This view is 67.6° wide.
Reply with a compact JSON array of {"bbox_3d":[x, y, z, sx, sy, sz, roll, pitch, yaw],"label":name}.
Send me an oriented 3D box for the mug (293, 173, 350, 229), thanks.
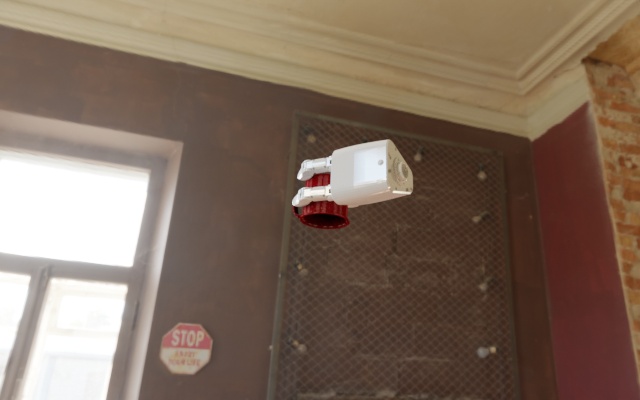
[{"bbox_3d":[-0.001,0.003,0.899,0.117,0.081,0.093,-9,-25,31],"label":"mug"}]
